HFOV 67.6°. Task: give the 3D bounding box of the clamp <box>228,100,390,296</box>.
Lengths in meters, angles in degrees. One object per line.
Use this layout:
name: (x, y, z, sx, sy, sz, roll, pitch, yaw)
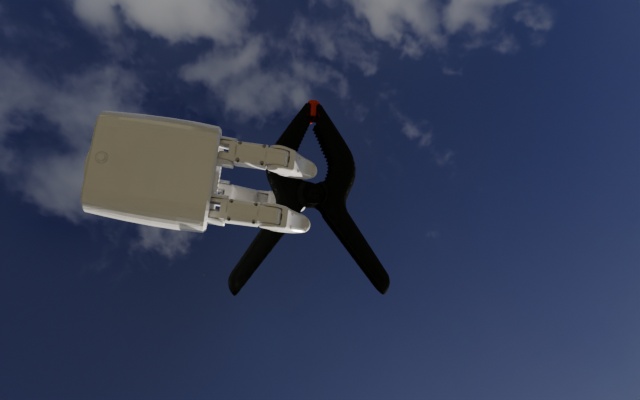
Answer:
clamp: (0.000, 0.001, 0.500, 0.164, 0.210, 0.036, 9, -10, -11)
